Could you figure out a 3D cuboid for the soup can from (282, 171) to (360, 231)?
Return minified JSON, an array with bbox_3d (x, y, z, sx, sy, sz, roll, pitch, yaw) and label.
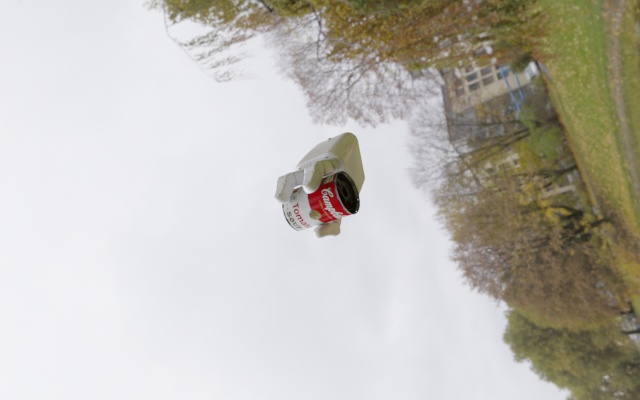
[{"bbox_3d":[0.000,0.003,0.735,0.102,0.068,0.068,-19,-10,29],"label":"soup can"}]
